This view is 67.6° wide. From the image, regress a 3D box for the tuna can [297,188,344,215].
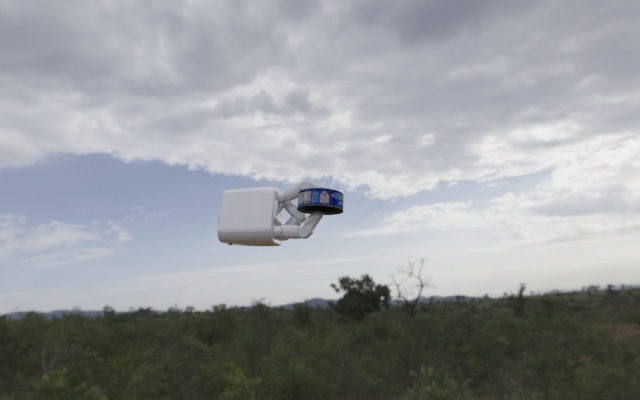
[{"bbox_3d":[0.000,0.002,0.877,0.086,0.033,0.086,3,-13,1],"label":"tuna can"}]
